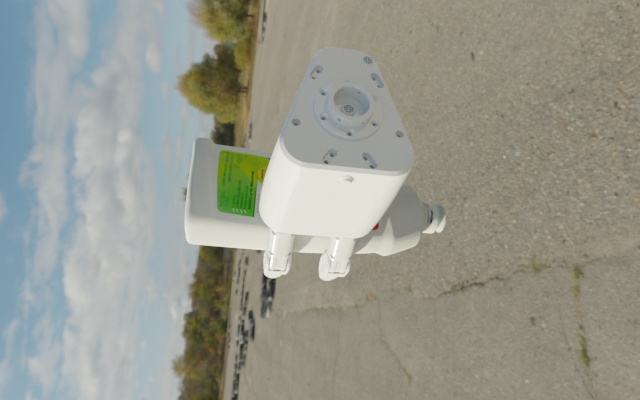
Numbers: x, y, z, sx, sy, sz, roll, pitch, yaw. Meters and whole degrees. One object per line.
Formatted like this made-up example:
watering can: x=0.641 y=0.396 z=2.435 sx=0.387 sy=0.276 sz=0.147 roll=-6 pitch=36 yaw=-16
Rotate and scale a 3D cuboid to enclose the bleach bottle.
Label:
bleach bottle: x=0.000 y=0.002 z=0.473 sx=0.251 sy=0.102 sz=0.068 roll=4 pitch=-27 yaw=-11
